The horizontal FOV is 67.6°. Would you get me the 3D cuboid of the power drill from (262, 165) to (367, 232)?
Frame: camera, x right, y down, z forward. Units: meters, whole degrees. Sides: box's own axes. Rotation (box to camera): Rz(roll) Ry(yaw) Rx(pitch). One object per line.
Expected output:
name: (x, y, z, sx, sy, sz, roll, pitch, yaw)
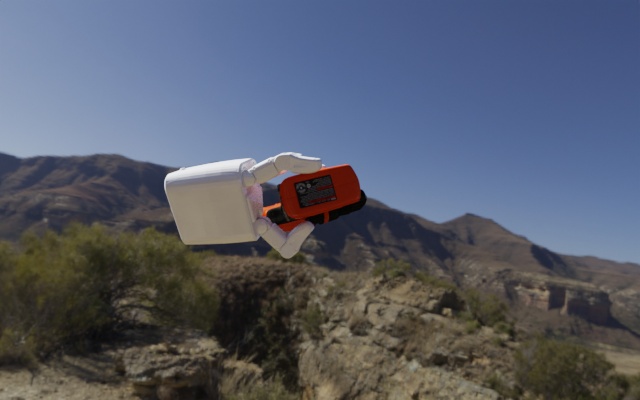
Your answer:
power drill: (0.000, 0.002, 0.706, 0.184, 0.057, 0.188, -16, -10, -13)
